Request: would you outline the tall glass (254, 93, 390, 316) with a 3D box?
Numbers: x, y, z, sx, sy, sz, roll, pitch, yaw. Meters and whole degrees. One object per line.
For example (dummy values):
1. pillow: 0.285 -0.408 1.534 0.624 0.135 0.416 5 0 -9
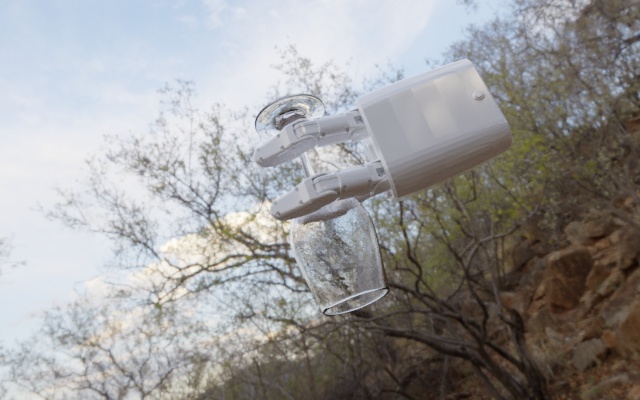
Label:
1. tall glass: 0.000 0.001 0.448 0.079 0.201 0.079 -17 -23 -7
